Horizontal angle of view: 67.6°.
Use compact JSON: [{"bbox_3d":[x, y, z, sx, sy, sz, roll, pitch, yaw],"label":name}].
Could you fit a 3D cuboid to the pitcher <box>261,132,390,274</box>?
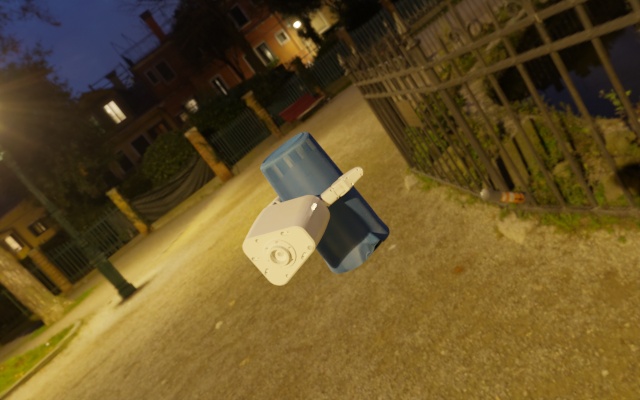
[{"bbox_3d":[0.000,0.003,0.867,0.149,0.243,0.145,-31,15,24],"label":"pitcher"}]
